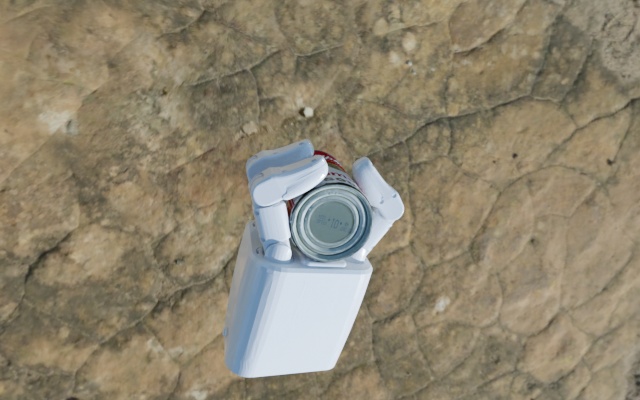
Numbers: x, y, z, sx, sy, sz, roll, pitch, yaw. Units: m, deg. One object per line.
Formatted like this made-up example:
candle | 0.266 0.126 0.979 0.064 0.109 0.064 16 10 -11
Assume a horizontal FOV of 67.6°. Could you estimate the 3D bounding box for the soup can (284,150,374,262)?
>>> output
soup can | 0.000 0.001 0.410 0.068 0.068 0.102 0 20 -11
